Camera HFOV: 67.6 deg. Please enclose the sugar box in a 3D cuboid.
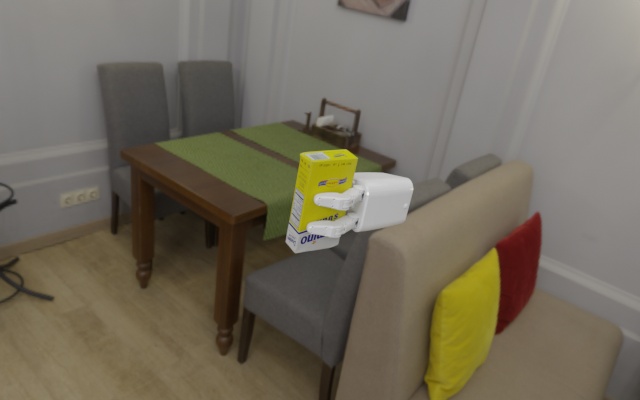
[{"bbox_3d":[0.001,0.003,0.817,0.093,0.176,0.048,-7,30,-30],"label":"sugar box"}]
